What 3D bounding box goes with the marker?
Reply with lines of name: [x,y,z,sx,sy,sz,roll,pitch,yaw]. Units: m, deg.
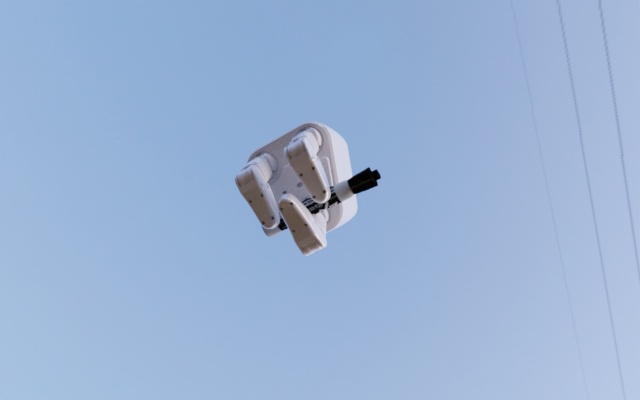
marker: [0.000,0.001,0.444,0.121,0.020,0.020,-26,-7,14]
